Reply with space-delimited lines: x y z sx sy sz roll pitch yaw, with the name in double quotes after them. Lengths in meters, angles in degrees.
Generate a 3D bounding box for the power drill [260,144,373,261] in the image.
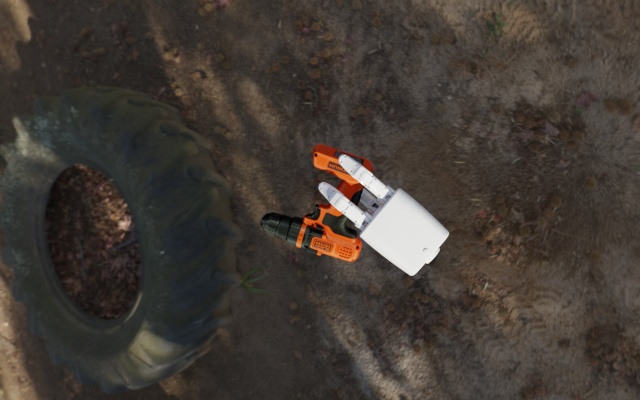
0.001 0.002 0.822 0.184 0.188 0.057 17 25 0 "power drill"
